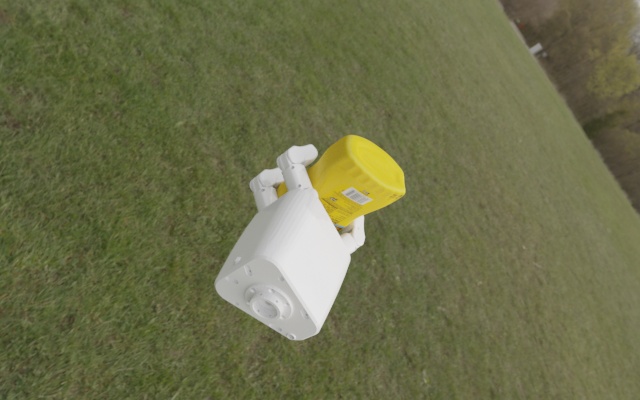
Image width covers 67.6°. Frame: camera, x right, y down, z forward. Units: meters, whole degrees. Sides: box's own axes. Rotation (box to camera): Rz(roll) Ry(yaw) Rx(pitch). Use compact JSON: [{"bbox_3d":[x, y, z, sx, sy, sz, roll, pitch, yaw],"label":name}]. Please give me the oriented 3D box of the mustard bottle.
[{"bbox_3d":[0.000,0.002,0.571,0.096,0.058,0.192,29,-45,-33],"label":"mustard bottle"}]
